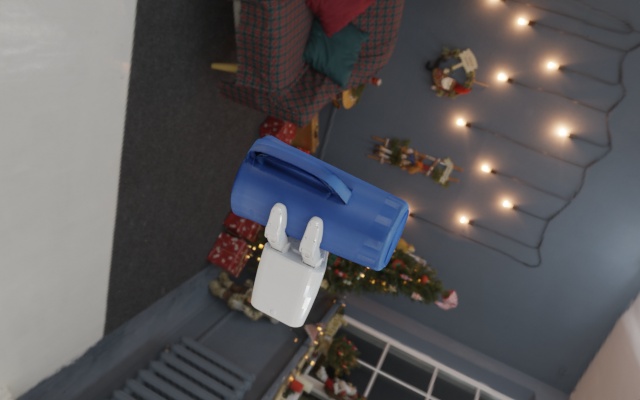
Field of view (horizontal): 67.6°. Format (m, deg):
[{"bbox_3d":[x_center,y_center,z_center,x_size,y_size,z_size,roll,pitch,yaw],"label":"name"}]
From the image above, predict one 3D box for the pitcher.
[{"bbox_3d":[0.000,0.002,0.695,0.243,0.145,0.149,23,19,14],"label":"pitcher"}]
